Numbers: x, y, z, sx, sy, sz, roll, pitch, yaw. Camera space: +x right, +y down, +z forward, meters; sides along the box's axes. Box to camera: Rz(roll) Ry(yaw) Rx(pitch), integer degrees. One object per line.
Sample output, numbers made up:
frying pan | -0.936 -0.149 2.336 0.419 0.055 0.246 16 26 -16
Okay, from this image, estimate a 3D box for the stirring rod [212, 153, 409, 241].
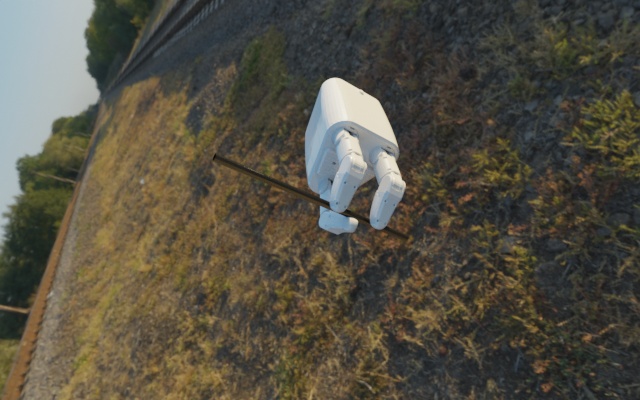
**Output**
stirring rod | 0.000 0.002 0.499 0.239 0.011 0.011 23 -11 -26
